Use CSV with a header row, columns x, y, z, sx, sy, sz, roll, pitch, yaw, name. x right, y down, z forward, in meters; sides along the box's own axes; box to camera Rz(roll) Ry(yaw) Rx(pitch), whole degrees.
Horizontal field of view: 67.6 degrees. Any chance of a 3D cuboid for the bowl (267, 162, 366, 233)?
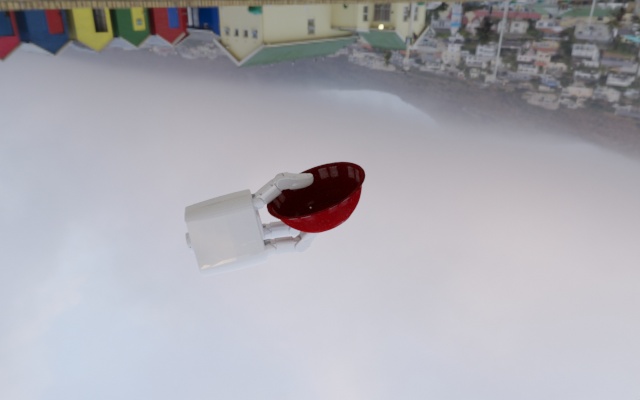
x,y,z,sx,sy,sz,roll,pitch,yaw,name
0.002,0.002,0.747,0.162,0.055,0.162,-18,27,9,bowl
